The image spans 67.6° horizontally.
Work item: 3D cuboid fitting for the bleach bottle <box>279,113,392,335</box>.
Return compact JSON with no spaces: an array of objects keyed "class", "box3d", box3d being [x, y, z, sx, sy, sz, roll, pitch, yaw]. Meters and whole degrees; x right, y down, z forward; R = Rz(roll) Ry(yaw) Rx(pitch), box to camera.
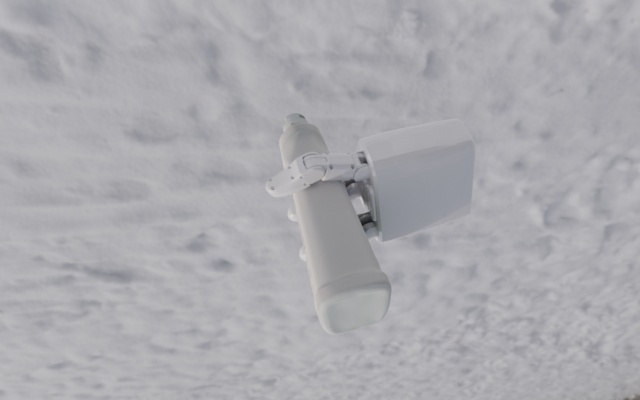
[{"class":"bleach bottle","box3d":[0.000,0.002,0.493,0.068,0.250,0.103,-15,-33,-5]}]
